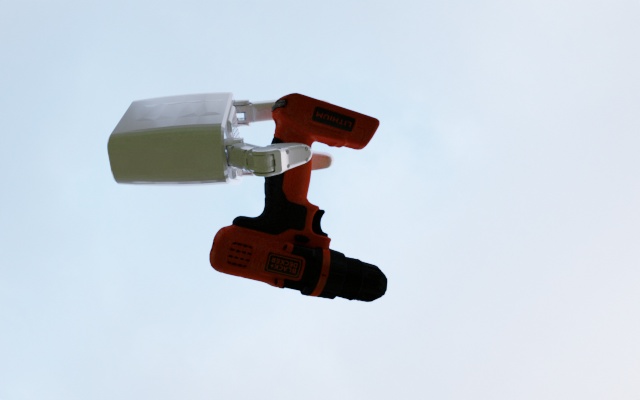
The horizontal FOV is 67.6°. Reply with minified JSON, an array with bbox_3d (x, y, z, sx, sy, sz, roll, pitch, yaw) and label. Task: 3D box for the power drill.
[{"bbox_3d":[0.000,0.001,0.475,0.184,0.187,0.057,15,-4,-19],"label":"power drill"}]
